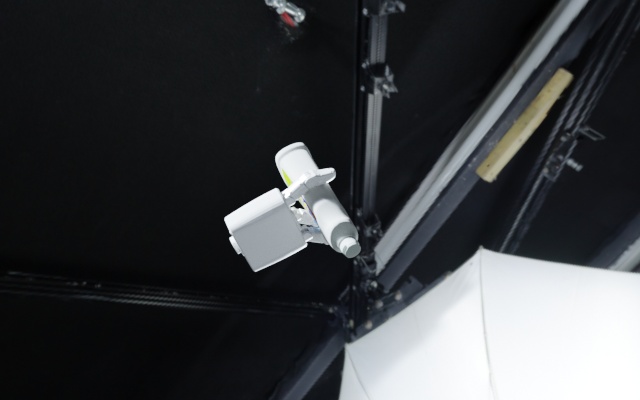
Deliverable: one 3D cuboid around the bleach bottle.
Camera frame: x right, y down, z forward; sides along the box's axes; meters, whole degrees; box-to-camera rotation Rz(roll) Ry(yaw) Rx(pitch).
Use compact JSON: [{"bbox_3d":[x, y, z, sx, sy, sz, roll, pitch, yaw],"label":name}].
[{"bbox_3d":[0.000,0.003,0.851,0.068,0.103,0.250,-27,45,-7],"label":"bleach bottle"}]
